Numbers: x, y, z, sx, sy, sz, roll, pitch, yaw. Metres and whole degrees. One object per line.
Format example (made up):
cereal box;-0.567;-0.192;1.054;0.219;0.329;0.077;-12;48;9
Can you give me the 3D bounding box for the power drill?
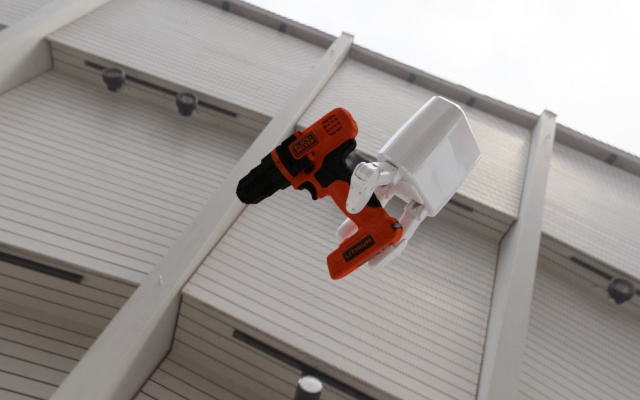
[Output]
power drill;0.001;0.002;0.601;0.184;0.187;0.057;-35;-12;14
